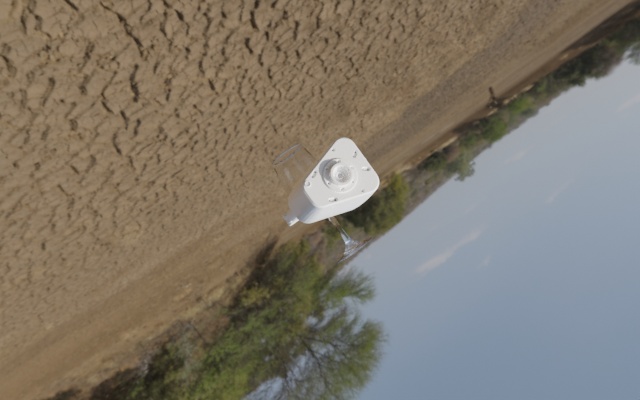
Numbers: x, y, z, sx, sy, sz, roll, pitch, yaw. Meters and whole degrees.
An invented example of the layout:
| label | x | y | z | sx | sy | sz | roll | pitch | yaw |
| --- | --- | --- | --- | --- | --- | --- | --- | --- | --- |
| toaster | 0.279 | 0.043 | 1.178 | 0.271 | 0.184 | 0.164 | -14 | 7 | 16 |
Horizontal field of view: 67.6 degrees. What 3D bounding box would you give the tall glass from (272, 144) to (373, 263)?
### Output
| label | x | y | z | sx | sy | sz | roll | pitch | yaw |
| --- | --- | --- | --- | --- | --- | --- | --- | --- | --- |
| tall glass | 0.000 | 0.003 | 0.806 | 0.079 | 0.201 | 0.079 | -36 | -3 | -2 |
